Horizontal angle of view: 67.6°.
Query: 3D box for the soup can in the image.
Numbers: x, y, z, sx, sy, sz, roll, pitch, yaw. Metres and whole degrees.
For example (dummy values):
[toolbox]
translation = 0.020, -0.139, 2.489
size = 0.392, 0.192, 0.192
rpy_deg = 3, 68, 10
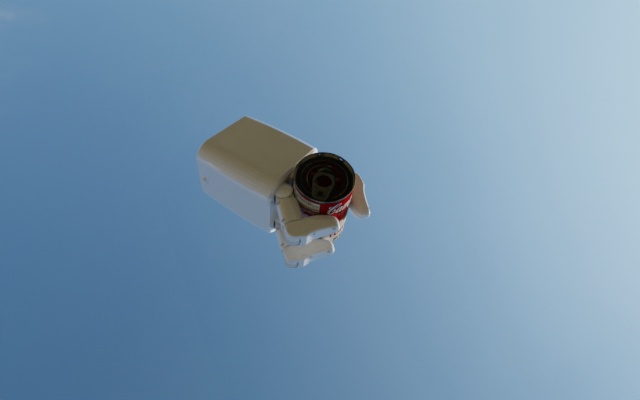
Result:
[soup can]
translation = 0.001, 0.002, 0.558
size = 0.068, 0.068, 0.102
rpy_deg = 0, -34, -6
